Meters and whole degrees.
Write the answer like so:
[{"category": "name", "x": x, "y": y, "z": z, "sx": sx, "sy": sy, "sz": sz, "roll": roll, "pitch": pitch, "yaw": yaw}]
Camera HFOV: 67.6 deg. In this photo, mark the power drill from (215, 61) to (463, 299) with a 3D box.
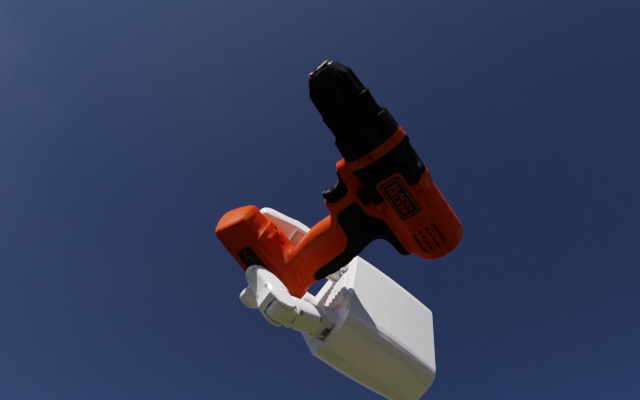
[{"category": "power drill", "x": 0.000, "y": 0.002, "z": 0.413, "sx": 0.188, "sy": 0.184, "sz": 0.057, "roll": -31, "pitch": 11, "yaw": 27}]
